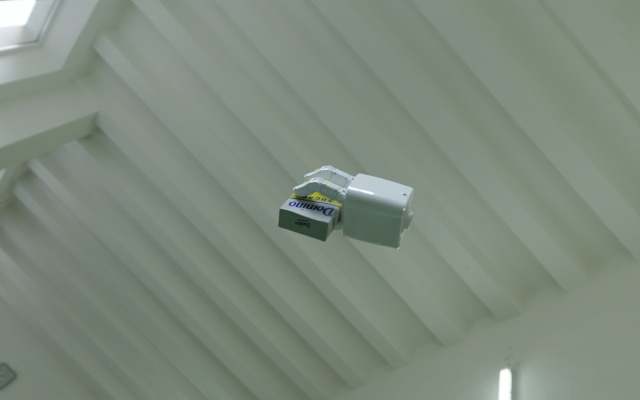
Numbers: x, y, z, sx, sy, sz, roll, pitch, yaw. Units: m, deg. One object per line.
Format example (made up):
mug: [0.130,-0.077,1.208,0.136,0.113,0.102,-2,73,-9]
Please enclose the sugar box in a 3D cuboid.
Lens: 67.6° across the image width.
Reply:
sugar box: [0.000,0.002,0.887,0.093,0.048,0.176,16,30,14]
